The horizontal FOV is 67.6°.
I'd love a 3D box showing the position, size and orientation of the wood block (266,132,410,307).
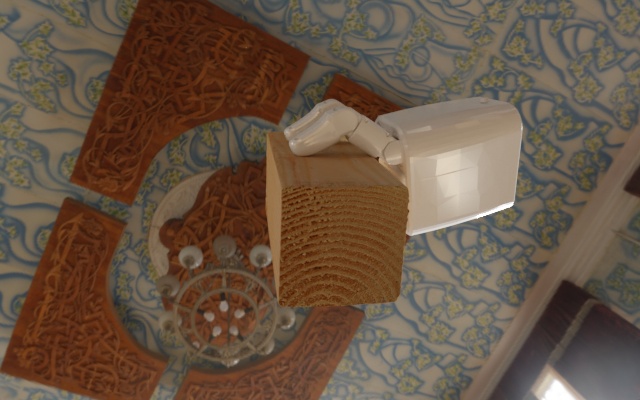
[{"bbox_3d":[0.000,0.002,0.423,0.090,0.091,0.206,-1,18,-9],"label":"wood block"}]
